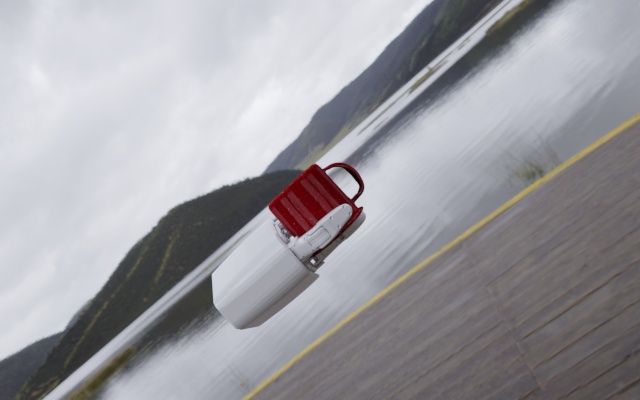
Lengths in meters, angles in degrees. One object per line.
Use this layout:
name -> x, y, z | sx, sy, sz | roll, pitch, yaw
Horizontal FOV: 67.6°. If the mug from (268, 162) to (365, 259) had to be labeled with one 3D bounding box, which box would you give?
mug -> 0.001, 0.001, 0.580 | 0.117, 0.081, 0.093 | -42, 3, -2
